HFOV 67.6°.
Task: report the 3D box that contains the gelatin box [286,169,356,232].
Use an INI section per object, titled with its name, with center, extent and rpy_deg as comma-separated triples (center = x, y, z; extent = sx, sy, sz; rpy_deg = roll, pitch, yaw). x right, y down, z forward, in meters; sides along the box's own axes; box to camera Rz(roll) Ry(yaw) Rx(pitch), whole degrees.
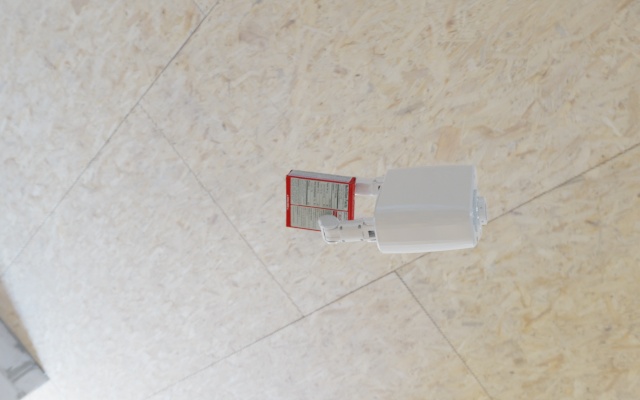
[gelatin box]
center = 0.000, 0.002, 0.618
extent = 0.089, 0.073, 0.030
rpy_deg = 7, 23, 14
